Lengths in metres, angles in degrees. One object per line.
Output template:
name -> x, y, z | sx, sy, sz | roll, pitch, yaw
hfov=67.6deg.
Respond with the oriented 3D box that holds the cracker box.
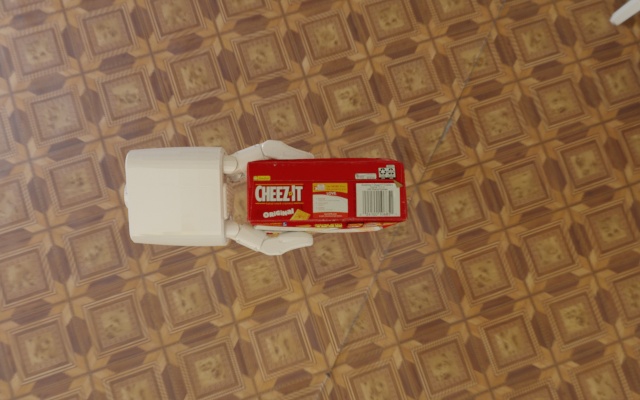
cracker box -> 0.000, 0.002, 0.583 | 0.164, 0.072, 0.214 | -1, -6, -4
